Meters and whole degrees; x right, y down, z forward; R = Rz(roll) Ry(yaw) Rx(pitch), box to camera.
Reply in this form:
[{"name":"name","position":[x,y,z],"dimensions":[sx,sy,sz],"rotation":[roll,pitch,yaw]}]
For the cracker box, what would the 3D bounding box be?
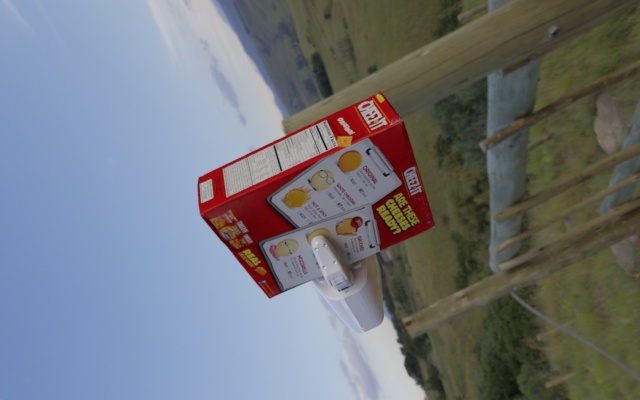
[{"name":"cracker box","position":[0.000,0.002,0.522],"dimensions":[0.214,0.164,0.072],"rotation":[-25,43,4]}]
